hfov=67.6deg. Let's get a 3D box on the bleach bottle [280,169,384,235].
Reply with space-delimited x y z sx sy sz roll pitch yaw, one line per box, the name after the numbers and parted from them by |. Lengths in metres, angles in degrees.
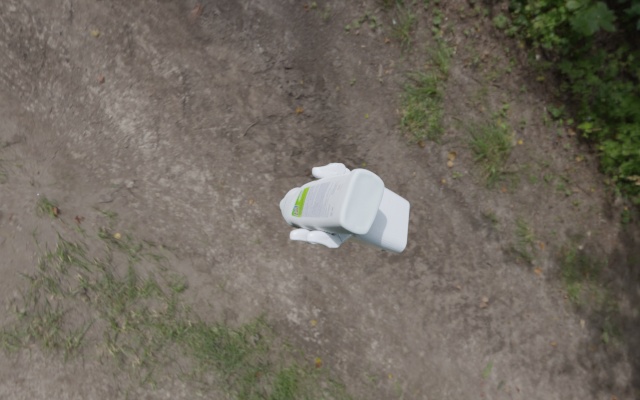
0.000 0.003 0.827 0.068 0.102 0.251 26 -12 -29 | bleach bottle
